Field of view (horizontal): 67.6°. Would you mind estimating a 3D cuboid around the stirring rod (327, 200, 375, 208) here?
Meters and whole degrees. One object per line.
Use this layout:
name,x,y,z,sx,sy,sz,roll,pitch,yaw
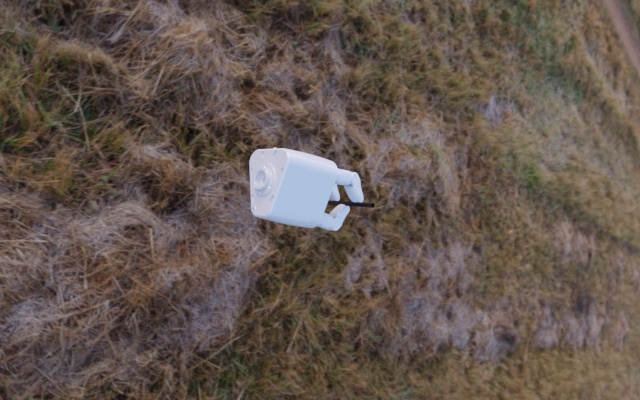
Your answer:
stirring rod,0.000,0.003,0.871,0.239,0.011,0.011,3,2,44
